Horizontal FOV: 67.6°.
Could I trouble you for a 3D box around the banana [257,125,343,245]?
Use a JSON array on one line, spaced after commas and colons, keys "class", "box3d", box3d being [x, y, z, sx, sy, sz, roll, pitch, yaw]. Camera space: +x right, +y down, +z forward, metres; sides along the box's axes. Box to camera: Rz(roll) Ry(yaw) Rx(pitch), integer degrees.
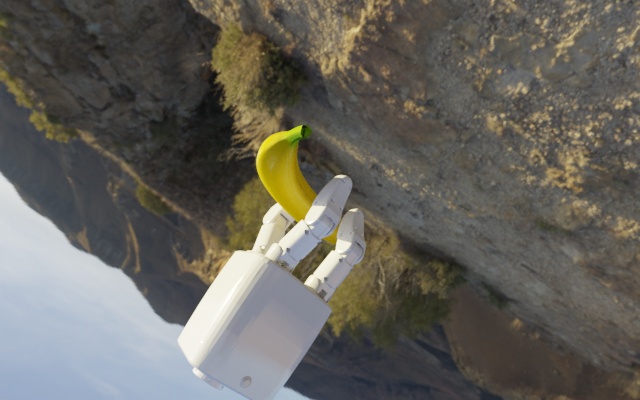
[{"class": "banana", "box3d": [-0.016, -0.006, 0.473, 0.069, 0.037, 0.198, 19, -24, 29]}]
